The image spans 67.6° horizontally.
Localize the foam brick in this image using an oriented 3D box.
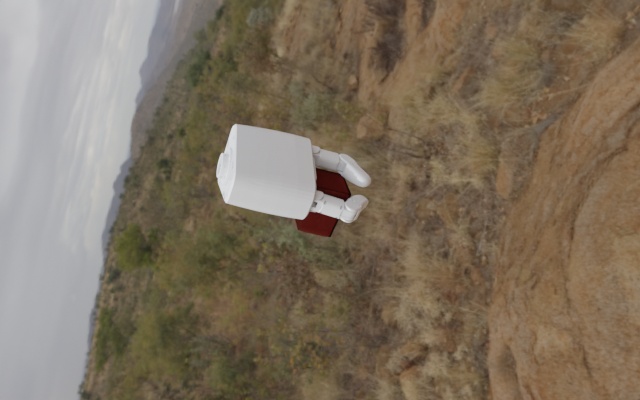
[{"bbox_3d":[0.000,0.002,0.662,0.051,0.078,0.053,11,32,-21],"label":"foam brick"}]
